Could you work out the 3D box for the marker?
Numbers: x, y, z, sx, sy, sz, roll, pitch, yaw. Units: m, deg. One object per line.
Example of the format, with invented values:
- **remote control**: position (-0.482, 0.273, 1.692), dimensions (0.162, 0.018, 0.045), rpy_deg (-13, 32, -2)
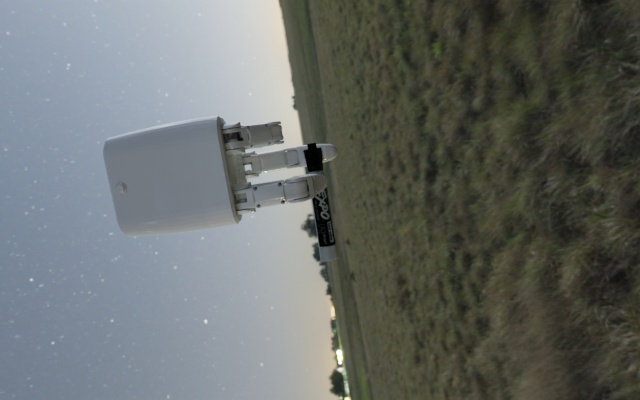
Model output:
- **marker**: position (0.000, 0.002, 0.489), dimensions (0.020, 0.121, 0.020), rpy_deg (-9, 6, 1)
